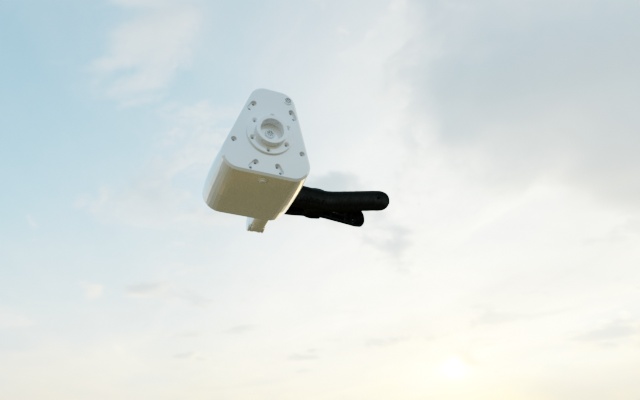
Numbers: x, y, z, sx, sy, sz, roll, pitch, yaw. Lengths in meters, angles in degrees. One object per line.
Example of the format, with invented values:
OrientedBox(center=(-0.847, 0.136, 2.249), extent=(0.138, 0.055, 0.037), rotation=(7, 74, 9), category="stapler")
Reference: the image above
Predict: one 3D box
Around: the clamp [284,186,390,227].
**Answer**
OrientedBox(center=(0.000, 0.001, 0.608), extent=(0.171, 0.039, 0.120), rotation=(8, -22, -19), category="clamp")
